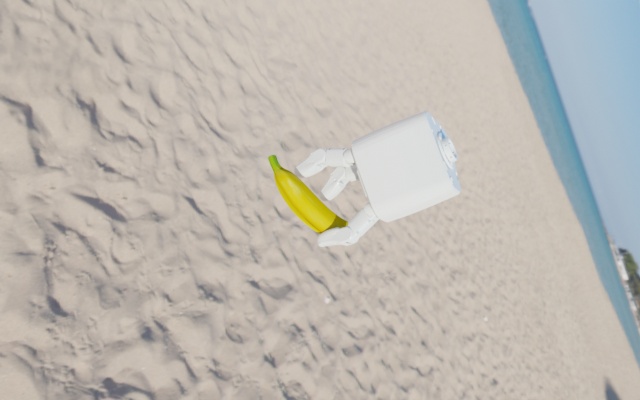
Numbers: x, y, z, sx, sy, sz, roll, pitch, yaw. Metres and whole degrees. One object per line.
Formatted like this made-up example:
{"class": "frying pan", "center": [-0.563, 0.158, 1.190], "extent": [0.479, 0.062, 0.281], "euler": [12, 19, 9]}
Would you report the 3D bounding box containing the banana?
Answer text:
{"class": "banana", "center": [-0.002, 0.014, 0.679], "extent": [0.037, 0.069, 0.198], "euler": [-26, -51, 25]}
